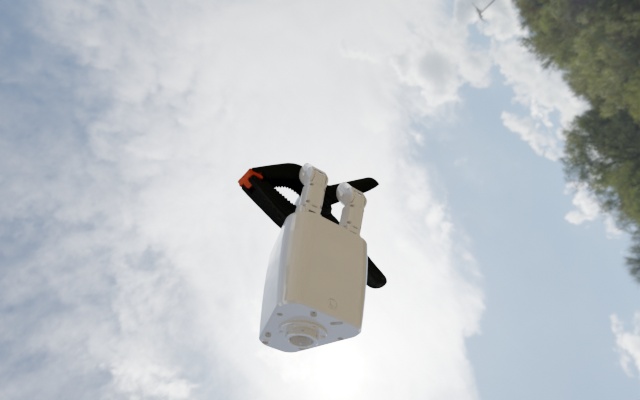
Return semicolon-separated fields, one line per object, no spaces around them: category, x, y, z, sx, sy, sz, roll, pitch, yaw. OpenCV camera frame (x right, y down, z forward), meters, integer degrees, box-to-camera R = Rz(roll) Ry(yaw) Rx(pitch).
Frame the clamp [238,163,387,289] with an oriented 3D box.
clamp;-0.001;0.002;0.590;0.210;0.164;0.036;28;-45;-23
